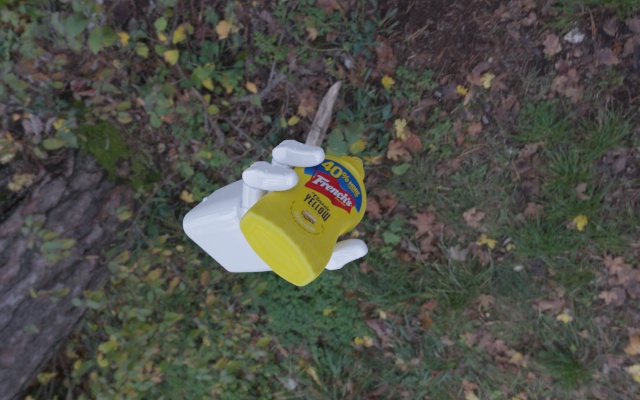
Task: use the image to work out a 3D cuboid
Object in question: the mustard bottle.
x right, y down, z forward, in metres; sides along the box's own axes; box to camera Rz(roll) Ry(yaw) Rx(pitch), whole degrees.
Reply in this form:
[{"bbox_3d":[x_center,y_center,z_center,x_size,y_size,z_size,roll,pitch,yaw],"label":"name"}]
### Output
[{"bbox_3d":[0.000,0.002,0.537,0.058,0.096,0.191,-45,2,44],"label":"mustard bottle"}]
